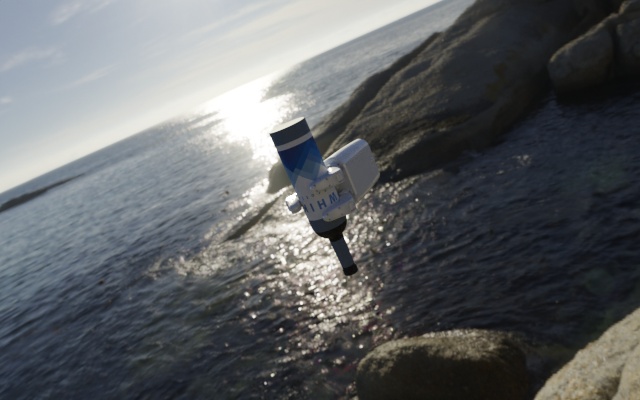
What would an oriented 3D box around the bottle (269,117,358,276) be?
[{"bbox_3d":[0.000,0.003,0.841,0.069,0.296,0.069,-22,16,7],"label":"bottle"}]
